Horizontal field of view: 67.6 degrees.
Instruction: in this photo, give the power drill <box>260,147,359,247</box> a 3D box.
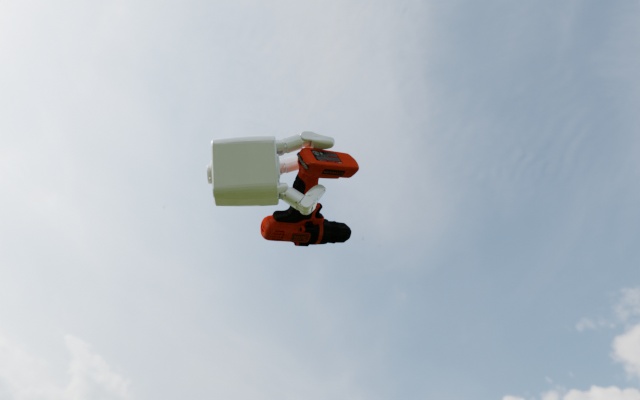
[{"bbox_3d":[0.000,0.002,0.859,0.184,0.188,0.057,4,33,-30],"label":"power drill"}]
